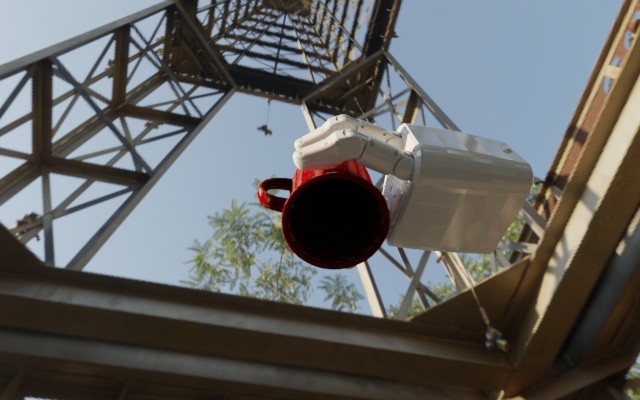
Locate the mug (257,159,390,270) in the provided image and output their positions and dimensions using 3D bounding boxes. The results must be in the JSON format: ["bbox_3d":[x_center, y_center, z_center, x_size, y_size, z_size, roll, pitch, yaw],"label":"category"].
[{"bbox_3d":[-0.001,0.001,0.441,0.117,0.093,0.081,9,24,-6],"label":"mug"}]
